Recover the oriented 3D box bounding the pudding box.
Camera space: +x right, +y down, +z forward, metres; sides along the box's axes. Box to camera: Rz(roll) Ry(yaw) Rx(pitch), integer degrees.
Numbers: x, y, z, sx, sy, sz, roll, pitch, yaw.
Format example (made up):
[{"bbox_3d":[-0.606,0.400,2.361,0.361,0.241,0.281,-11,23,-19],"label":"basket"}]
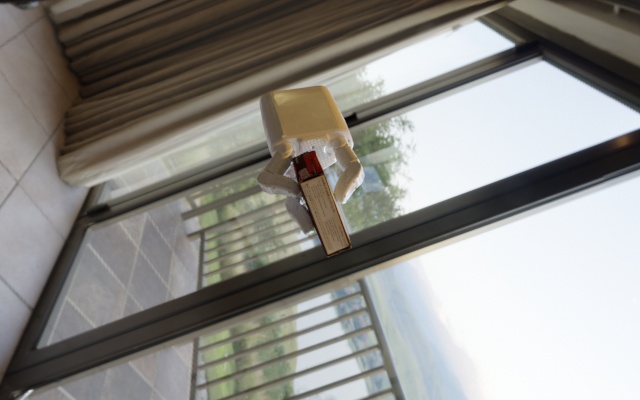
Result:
[{"bbox_3d":[0.000,0.002,0.615,0.039,0.113,0.090,-22,25,2],"label":"pudding box"}]
